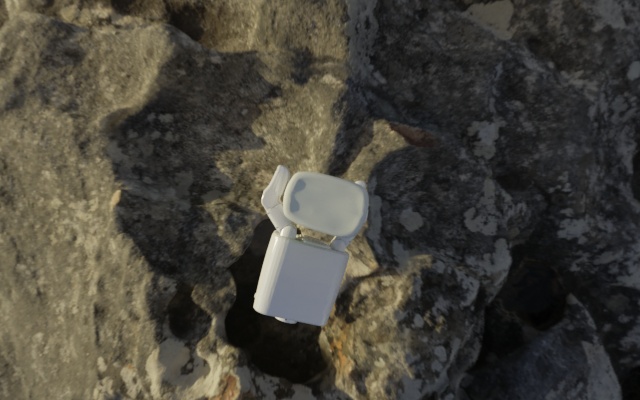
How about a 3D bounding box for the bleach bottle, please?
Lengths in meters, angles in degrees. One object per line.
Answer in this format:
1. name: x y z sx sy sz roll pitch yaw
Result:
1. bleach bottle: 0.000 0.002 0.677 0.102 0.068 0.251 16 0 -2
